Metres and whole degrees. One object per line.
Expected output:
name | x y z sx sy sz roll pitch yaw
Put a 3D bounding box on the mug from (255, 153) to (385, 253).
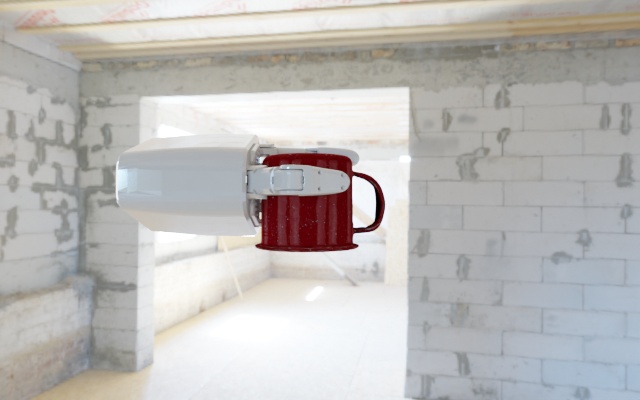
mug | 0.002 0.001 0.428 0.117 0.081 0.093 0 0 -1
